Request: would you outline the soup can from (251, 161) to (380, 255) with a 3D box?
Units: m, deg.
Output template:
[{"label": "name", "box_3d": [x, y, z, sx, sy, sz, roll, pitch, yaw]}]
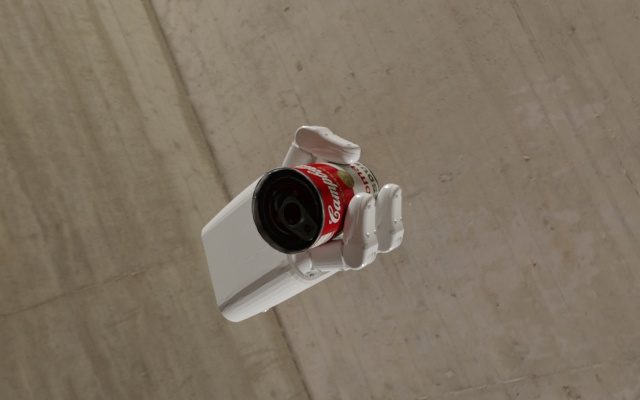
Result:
[{"label": "soup can", "box_3d": [0.001, 0.001, 0.407, 0.068, 0.068, 0.102, 0, 8, 32]}]
